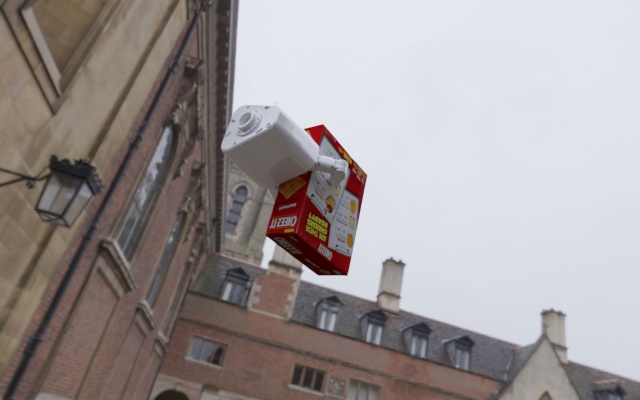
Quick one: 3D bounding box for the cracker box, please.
[{"bbox_3d":[0.000,0.003,0.834,0.072,0.213,0.164,-7,-35,34],"label":"cracker box"}]
